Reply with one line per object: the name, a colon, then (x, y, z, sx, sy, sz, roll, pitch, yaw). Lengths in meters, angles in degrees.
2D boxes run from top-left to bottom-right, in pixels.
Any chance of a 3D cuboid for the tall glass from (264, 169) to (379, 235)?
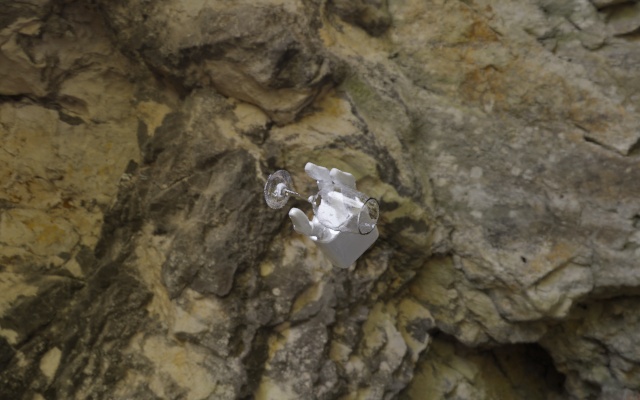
tall glass: (0.000, 0.002, 0.816, 0.201, 0.079, 0.079, 17, 10, 36)
